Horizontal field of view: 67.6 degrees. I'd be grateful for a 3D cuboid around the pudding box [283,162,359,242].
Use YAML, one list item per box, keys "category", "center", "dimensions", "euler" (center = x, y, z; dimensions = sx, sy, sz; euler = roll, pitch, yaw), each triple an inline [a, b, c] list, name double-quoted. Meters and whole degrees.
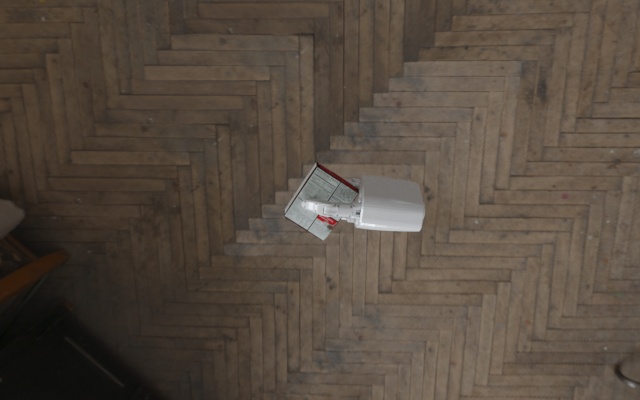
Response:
- category: "pudding box"
  center: [0.000, 0.003, 0.838]
  dimensions: [0.090, 0.113, 0.039]
  euler: [33, 12, -7]
